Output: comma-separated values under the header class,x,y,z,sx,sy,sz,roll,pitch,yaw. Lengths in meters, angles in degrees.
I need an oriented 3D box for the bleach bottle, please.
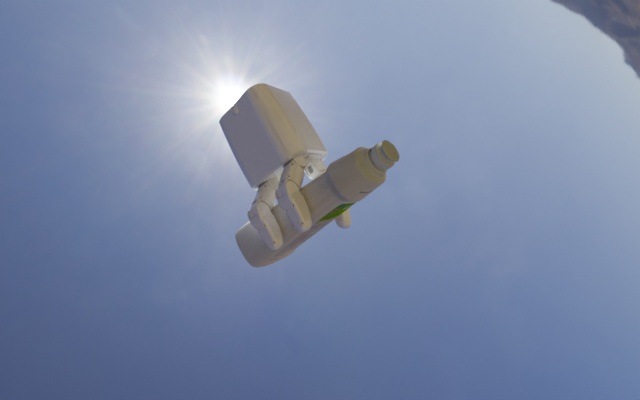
class,x,y,z,sx,sy,sz,roll,pitch,yaw
bleach bottle,0.000,0.002,0.603,0.251,0.068,0.102,-35,-8,37
